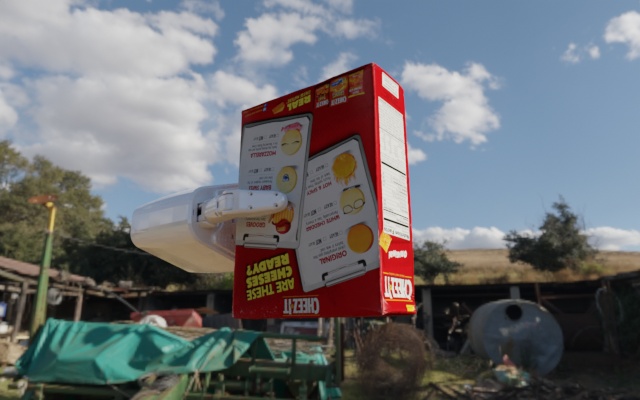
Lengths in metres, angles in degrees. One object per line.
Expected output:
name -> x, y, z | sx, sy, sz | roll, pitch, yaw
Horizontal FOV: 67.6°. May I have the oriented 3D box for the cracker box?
cracker box -> 0.000, 0.001, 0.451 | 0.164, 0.213, 0.072 | -11, -17, 35
